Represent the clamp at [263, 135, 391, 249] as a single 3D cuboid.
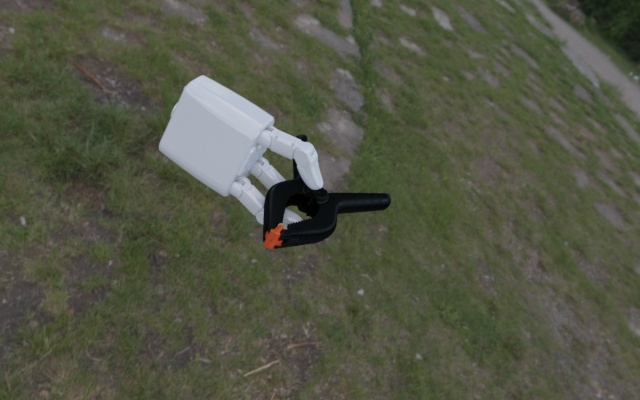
[{"bbox_3d":[0.000,0.002,0.611,0.164,0.036,0.210,31,39,3],"label":"clamp"}]
